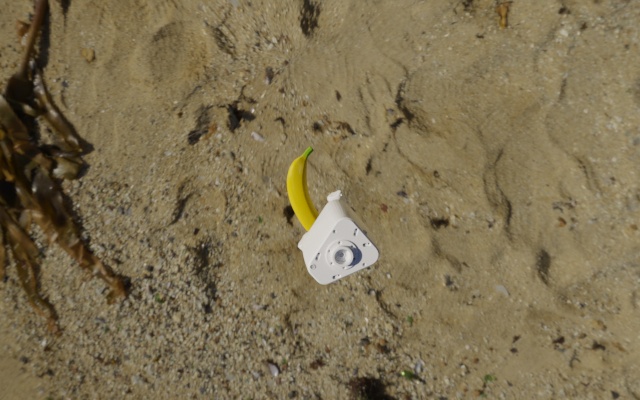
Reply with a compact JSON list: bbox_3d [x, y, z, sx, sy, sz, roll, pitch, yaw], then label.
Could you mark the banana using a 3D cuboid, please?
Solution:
[{"bbox_3d":[-0.019,0.005,0.883,0.069,0.198,0.037,-17,12,-3],"label":"banana"}]
